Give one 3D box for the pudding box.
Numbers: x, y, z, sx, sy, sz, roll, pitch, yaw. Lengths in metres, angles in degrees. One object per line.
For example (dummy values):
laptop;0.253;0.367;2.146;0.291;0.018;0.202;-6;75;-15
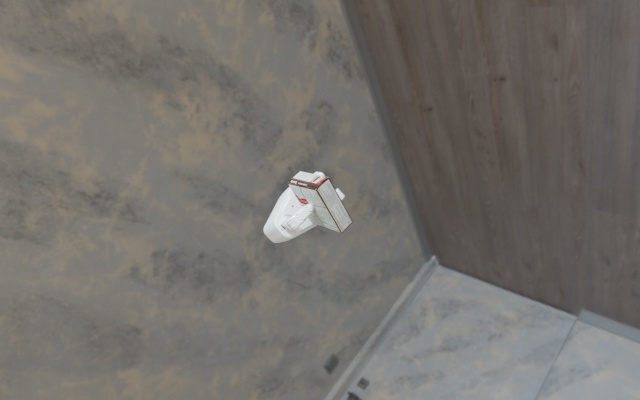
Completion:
pudding box;0.000;0.003;0.889;0.090;0.113;0.039;14;54;49
